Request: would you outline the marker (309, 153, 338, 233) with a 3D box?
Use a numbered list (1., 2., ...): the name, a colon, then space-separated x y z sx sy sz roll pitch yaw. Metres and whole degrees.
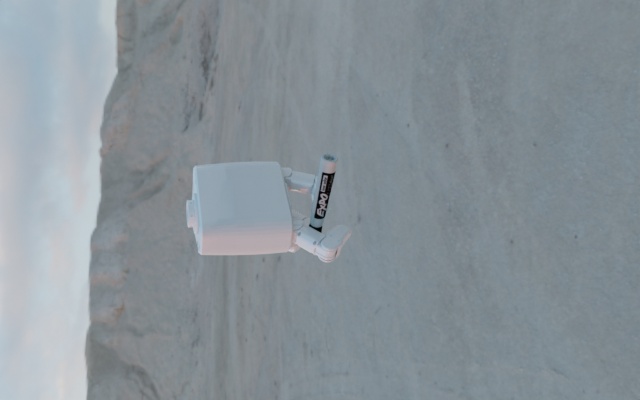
1. marker: 0.000 0.002 0.557 0.020 0.121 0.020 8 34 -6
